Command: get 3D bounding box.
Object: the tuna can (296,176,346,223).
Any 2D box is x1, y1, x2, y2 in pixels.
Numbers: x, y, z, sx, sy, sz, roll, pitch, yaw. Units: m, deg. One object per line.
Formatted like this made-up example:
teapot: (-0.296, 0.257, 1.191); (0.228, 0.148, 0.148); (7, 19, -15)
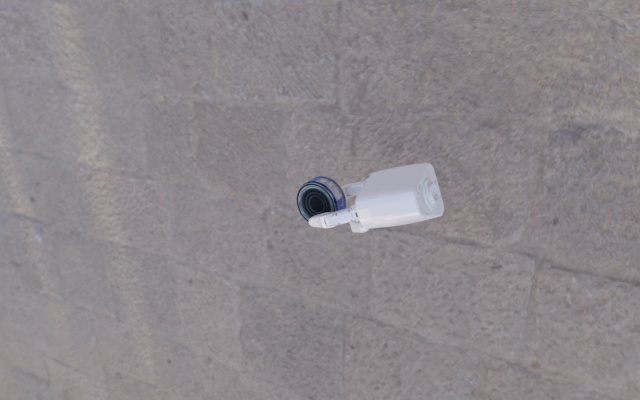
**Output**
tuna can: (0.000, 0.003, 0.839); (0.086, 0.086, 0.033); (0, 20, 35)
